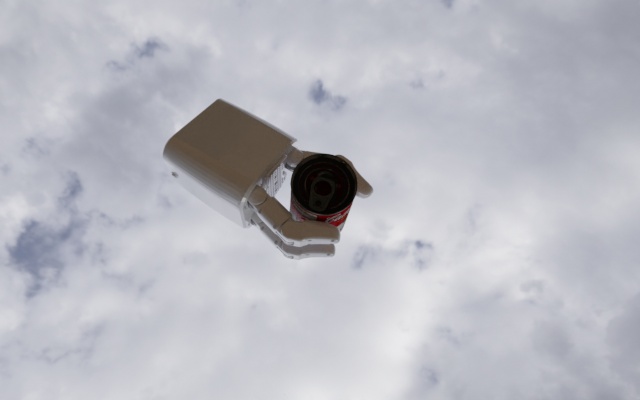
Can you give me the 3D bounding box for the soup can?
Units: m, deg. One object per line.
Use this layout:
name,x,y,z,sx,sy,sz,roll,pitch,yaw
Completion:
soup can,0.001,0.002,0.525,0.068,0.068,0.102,0,-22,-4
